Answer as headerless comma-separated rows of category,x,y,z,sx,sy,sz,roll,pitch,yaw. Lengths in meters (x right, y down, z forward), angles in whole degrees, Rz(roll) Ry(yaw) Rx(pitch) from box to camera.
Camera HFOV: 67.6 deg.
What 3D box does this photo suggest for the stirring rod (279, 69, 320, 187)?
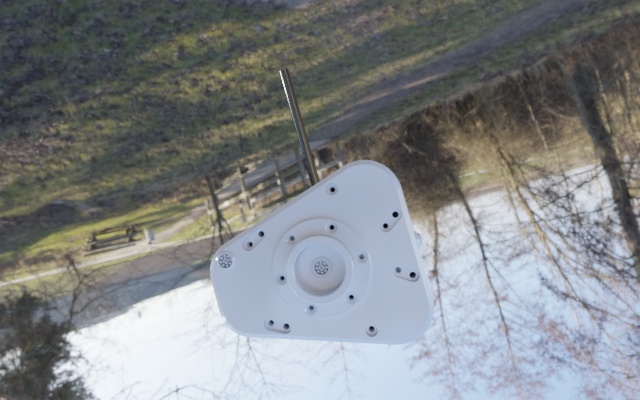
stirring rod,0.000,0.001,0.414,0.011,0.239,0.011,-16,-3,-1
